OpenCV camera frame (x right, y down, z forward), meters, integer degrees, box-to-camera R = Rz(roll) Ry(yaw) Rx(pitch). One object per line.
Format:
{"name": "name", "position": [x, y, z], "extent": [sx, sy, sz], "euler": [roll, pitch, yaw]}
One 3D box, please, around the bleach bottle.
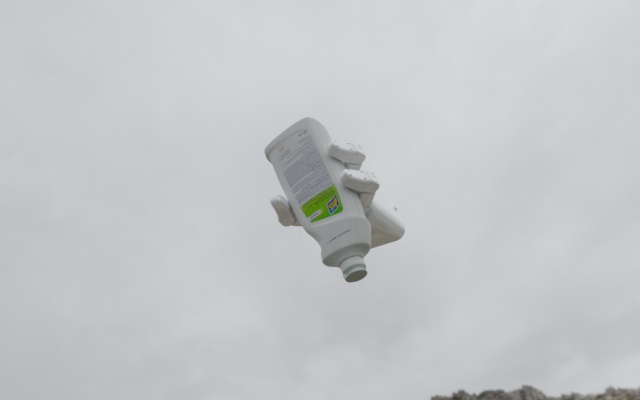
{"name": "bleach bottle", "position": [0.000, 0.002, 0.652], "extent": [0.102, 0.250, 0.068], "euler": [-36, -38, 19]}
